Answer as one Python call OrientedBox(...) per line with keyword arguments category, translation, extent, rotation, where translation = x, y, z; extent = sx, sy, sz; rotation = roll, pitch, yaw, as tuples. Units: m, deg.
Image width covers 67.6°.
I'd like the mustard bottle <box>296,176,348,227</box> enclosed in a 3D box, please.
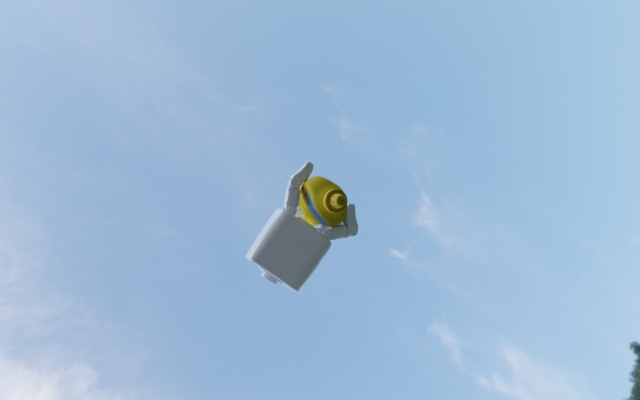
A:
OrientedBox(category="mustard bottle", translation=(0.000, 0.003, 0.861), extent=(0.058, 0.096, 0.191), rotation=(-31, 9, -18))
